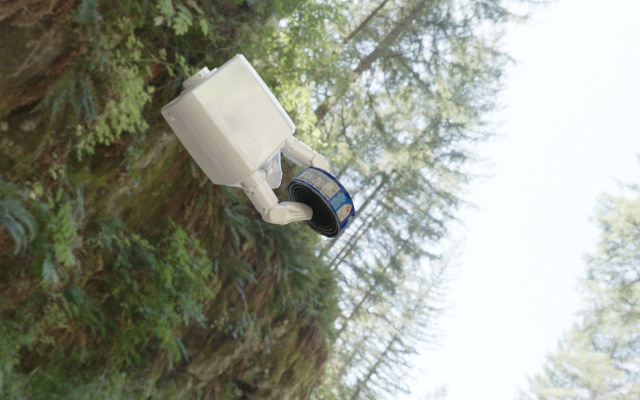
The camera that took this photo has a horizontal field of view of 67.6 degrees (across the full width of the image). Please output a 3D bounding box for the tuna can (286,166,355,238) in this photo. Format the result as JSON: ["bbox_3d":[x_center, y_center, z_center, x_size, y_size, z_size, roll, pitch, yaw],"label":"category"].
[{"bbox_3d":[0.001,0.002,0.574,0.033,0.086,0.086,-42,21,-25],"label":"tuna can"}]
